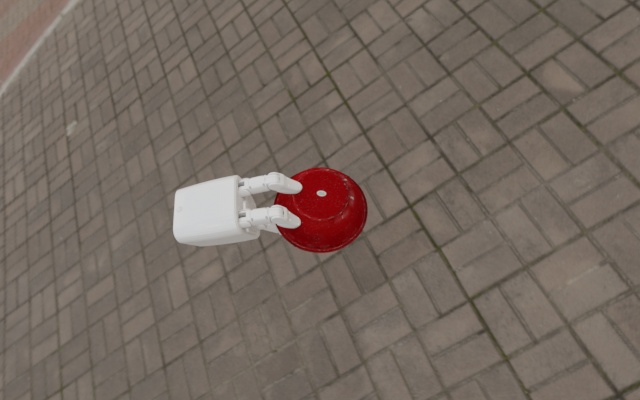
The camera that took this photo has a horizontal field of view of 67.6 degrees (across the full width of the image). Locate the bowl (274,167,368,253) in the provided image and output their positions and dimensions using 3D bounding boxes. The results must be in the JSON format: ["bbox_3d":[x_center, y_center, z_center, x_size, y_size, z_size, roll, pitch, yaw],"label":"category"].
[{"bbox_3d":[0.001,0.002,0.790,0.162,0.162,0.055,0,-27,-1],"label":"bowl"}]
